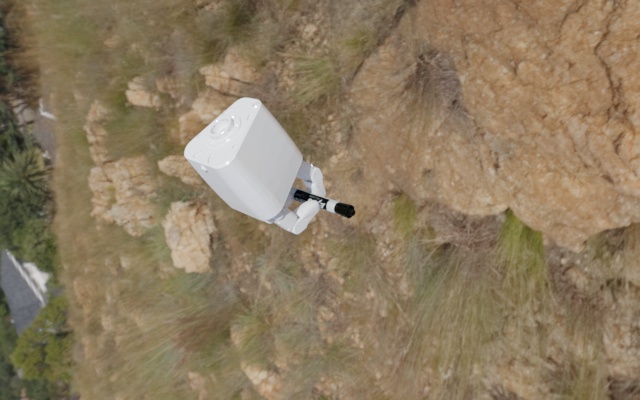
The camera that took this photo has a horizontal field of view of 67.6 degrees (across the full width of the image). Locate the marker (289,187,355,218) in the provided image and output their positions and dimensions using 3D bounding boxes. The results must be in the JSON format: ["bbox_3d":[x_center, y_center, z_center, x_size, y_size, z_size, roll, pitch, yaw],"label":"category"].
[{"bbox_3d":[0.000,0.002,0.678,0.121,0.020,0.020,18,12,40],"label":"marker"}]
